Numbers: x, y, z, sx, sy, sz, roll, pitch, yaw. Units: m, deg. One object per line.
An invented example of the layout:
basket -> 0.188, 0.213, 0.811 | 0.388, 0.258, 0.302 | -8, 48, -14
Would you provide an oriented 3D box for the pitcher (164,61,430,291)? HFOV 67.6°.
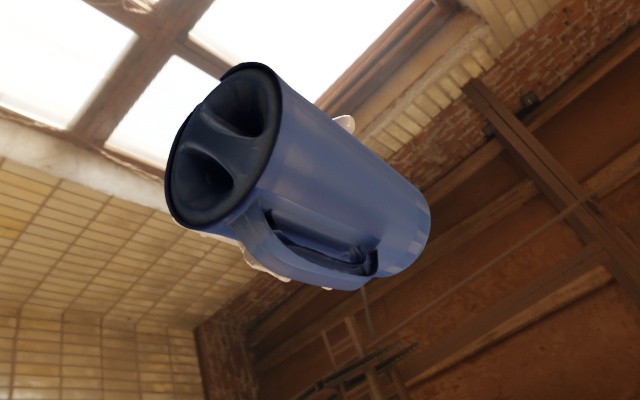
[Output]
pitcher -> 0.000, 0.001, 0.424 | 0.145, 0.149, 0.243 | 4, -16, 44
